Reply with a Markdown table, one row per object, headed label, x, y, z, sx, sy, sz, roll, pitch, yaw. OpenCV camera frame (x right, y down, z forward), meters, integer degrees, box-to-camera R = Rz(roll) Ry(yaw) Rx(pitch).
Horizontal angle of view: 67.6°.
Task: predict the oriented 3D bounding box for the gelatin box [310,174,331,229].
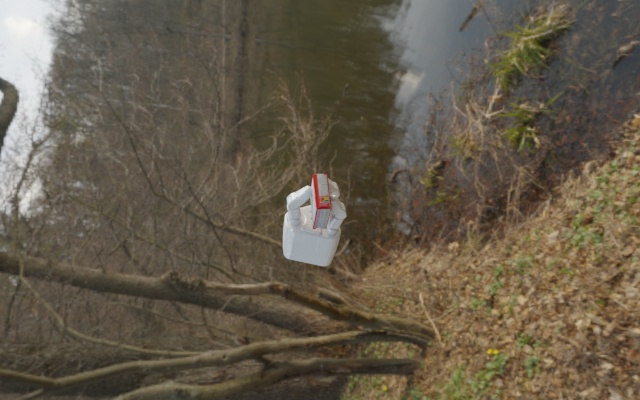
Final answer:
| label | x | y | z | sx | sy | sz | roll | pitch | yaw |
| --- | --- | --- | --- | --- | --- | --- | --- | --- | --- |
| gelatin box | 0.000 | 0.003 | 0.895 | 0.030 | 0.073 | 0.089 | -2 | -28 | -6 |
